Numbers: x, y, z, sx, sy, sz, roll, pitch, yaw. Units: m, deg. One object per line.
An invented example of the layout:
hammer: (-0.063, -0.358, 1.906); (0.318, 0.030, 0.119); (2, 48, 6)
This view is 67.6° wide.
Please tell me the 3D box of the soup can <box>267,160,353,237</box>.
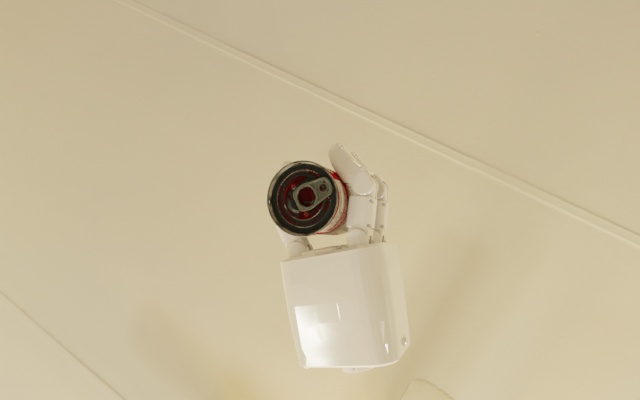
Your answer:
soup can: (0.000, 0.001, 0.469); (0.068, 0.068, 0.102); (0, -4, 20)
